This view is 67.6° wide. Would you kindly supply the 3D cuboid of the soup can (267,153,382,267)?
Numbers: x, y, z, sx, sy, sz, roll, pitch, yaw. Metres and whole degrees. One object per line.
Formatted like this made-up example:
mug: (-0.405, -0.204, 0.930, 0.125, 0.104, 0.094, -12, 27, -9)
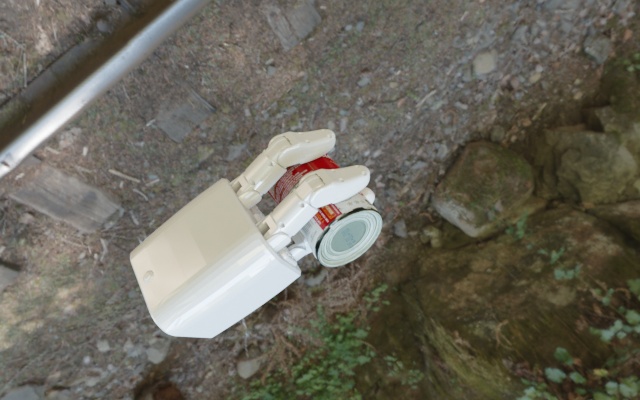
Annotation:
soup can: (0.001, 0.001, 0.432, 0.068, 0.068, 0.102, 0, 39, -40)
